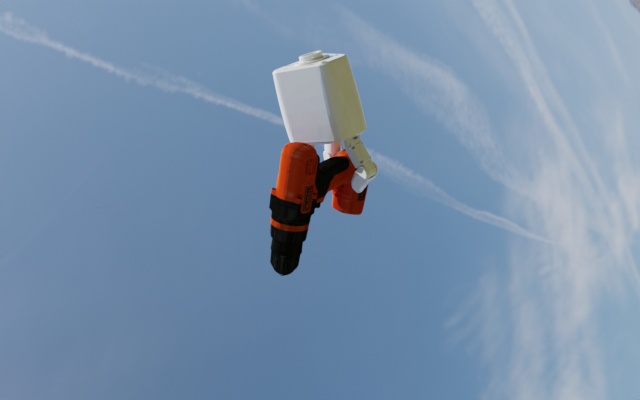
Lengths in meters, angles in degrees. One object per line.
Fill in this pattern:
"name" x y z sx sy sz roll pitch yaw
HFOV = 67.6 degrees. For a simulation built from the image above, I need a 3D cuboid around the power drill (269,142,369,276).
"power drill" 0.000 0.002 0.685 0.057 0.184 0.187 21 22 28
